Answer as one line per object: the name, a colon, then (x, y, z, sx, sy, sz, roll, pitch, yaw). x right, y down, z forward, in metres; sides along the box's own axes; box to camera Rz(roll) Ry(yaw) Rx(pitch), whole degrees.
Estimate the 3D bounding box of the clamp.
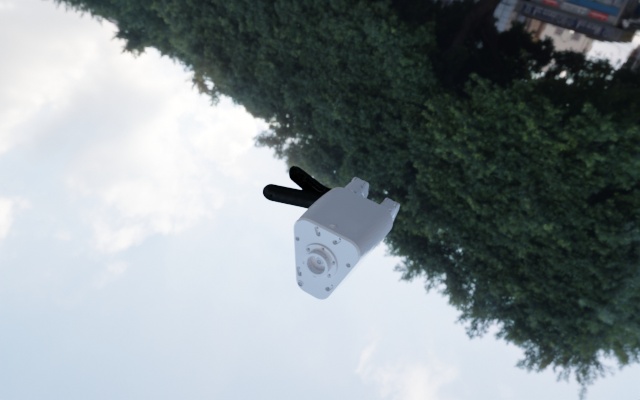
clamp: (0.000, 0.003, 0.707, 0.171, 0.039, 0.120, 26, 31, 17)
